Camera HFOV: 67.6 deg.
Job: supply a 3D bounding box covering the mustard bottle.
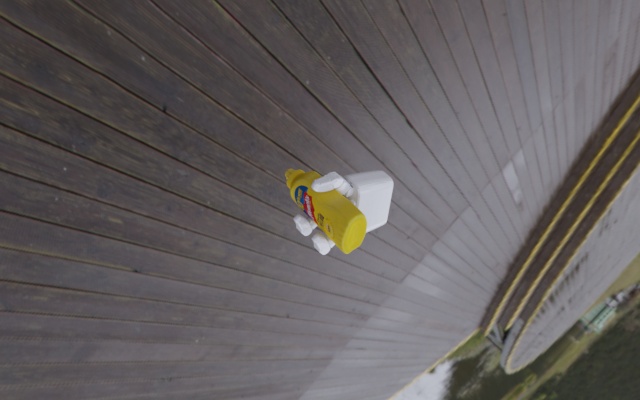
[{"bbox_3d":[0.000,0.003,0.850,0.058,0.096,0.191,-32,57,-23],"label":"mustard bottle"}]
